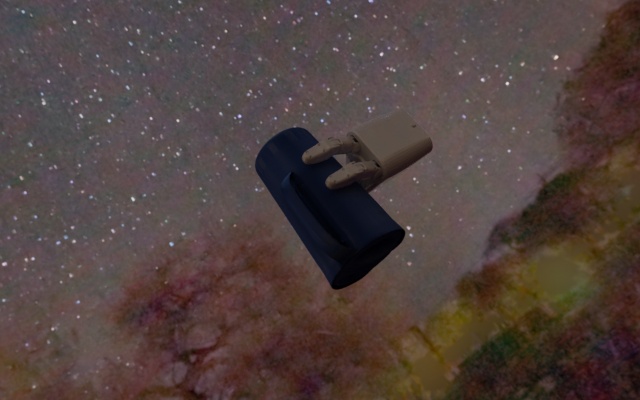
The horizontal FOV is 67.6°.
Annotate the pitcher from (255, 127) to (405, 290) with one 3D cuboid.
[{"bbox_3d":[0.000,0.002,0.719,0.145,0.242,0.149,-28,-25,-25],"label":"pitcher"}]
